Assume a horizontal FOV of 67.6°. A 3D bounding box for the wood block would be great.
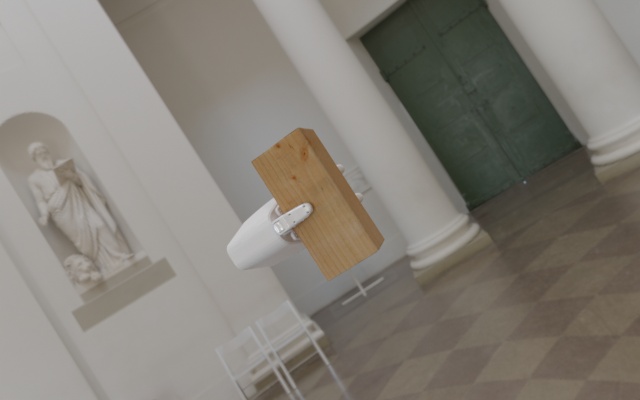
[{"bbox_3d":[0.000,0.002,0.715,0.090,0.206,0.091,-34,-2,15],"label":"wood block"}]
